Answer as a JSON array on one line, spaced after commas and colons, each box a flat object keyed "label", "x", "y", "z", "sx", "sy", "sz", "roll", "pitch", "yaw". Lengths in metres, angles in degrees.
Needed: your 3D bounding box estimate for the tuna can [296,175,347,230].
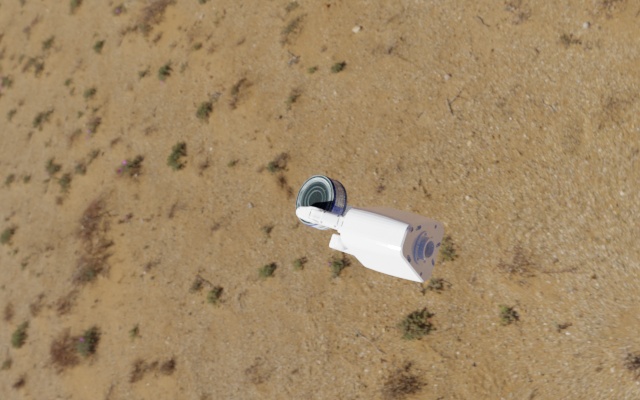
[{"label": "tuna can", "x": 0.000, "y": 0.002, "z": 0.775, "sx": 0.086, "sy": 0.086, "sz": 0.034, "roll": 0, "pitch": -14, "yaw": 44}]
